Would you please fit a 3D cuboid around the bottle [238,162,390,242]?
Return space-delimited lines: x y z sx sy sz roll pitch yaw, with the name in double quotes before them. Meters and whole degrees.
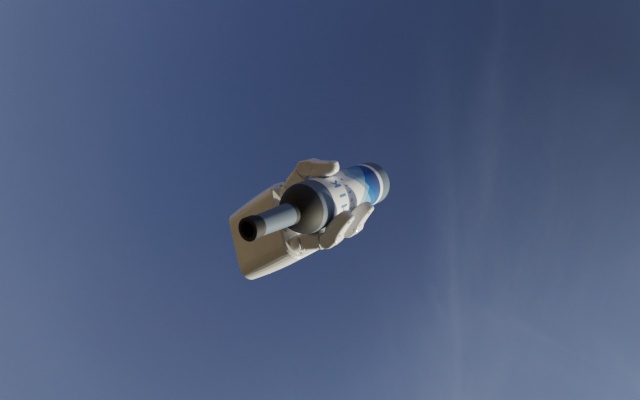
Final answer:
"bottle" 0.000 0.002 0.637 0.069 0.069 0.295 0 12 33
